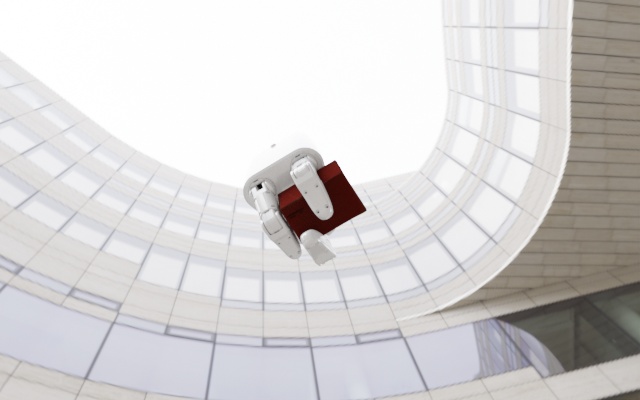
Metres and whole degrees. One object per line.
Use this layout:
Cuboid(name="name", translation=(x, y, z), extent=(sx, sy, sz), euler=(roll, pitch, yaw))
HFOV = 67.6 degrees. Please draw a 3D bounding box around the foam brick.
Cuboid(name="foam brick", translation=(0.000, 0.002, 0.511), extent=(0.078, 0.053, 0.051), euler=(-30, 20, 5))
